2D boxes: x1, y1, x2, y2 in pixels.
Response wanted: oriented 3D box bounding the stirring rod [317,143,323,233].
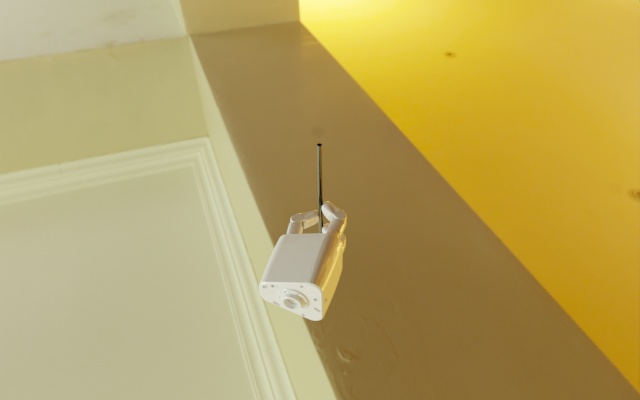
[{"bbox_3d":[0.000,0.003,0.829,0.011,0.240,0.011,-1,42,1],"label":"stirring rod"}]
